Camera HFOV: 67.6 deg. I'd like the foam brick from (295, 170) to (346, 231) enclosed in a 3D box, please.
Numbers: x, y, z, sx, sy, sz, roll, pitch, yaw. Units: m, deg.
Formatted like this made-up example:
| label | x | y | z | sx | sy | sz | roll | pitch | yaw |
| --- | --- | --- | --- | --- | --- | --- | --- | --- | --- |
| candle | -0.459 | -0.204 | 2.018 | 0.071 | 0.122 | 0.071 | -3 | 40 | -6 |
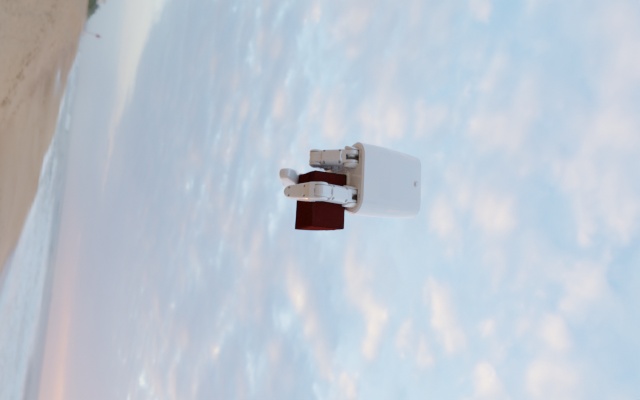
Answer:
| label | x | y | z | sx | sy | sz | roll | pitch | yaw |
| --- | --- | --- | --- | --- | --- | --- | --- | --- | --- |
| foam brick | 0.000 | 0.002 | 0.655 | 0.051 | 0.078 | 0.053 | 8 | -9 | -29 |
